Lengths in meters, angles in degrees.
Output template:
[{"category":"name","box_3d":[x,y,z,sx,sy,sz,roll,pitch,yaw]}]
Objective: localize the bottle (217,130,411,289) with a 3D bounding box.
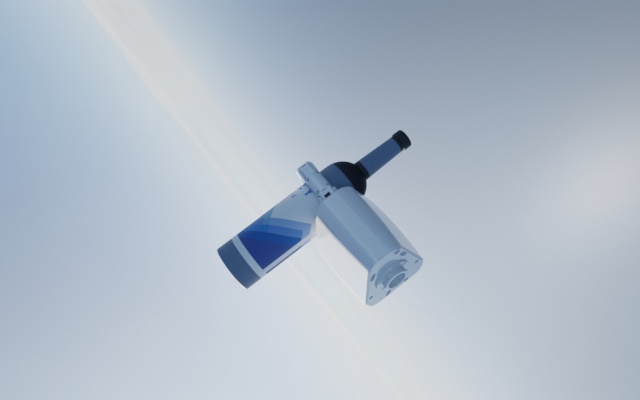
[{"category":"bottle","box_3d":[0.000,0.002,0.643,0.295,0.069,0.069,-37,4,-5]}]
